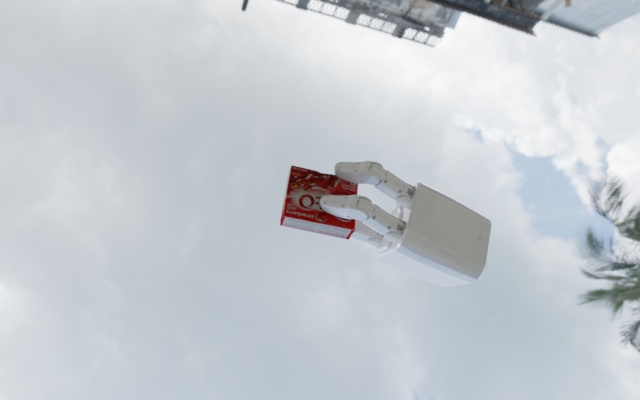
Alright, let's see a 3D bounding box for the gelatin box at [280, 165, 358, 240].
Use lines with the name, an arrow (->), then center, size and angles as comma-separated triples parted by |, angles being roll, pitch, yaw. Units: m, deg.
gelatin box -> 0.000, 0.002, 0.583 | 0.089, 0.073, 0.030 | 12, -32, -8
